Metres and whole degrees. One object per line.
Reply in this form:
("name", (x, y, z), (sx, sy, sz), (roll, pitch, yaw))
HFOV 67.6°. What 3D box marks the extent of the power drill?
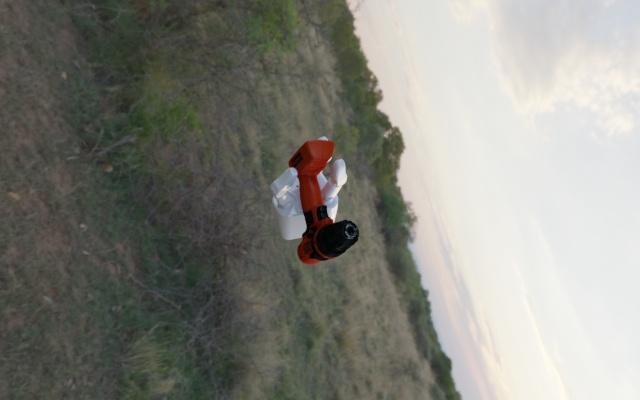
("power drill", (0.000, 0.002, 0.765), (0.057, 0.187, 0.184), (0, -16, -24))
